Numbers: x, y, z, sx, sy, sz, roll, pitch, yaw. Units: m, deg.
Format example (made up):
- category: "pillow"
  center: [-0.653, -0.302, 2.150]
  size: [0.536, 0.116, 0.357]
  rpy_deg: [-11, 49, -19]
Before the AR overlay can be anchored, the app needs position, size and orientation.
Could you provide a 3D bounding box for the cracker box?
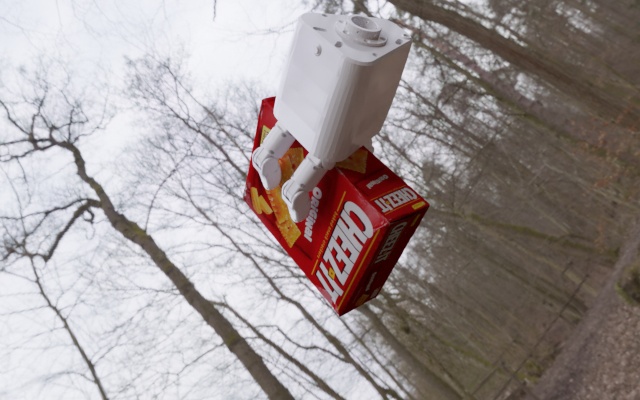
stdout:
- category: "cracker box"
  center: [0.000, 0.002, 0.556]
  size: [0.072, 0.164, 0.213]
  rpy_deg: [-21, 55, -36]
